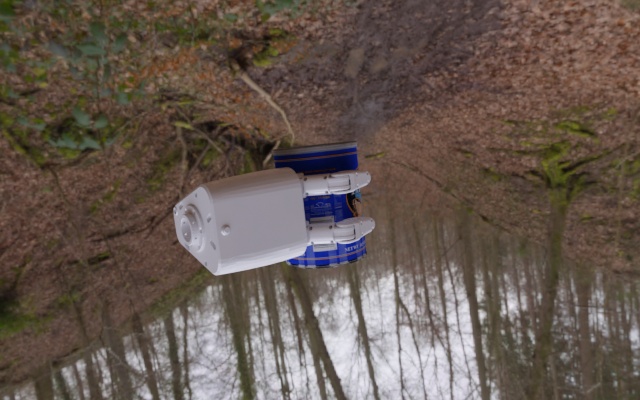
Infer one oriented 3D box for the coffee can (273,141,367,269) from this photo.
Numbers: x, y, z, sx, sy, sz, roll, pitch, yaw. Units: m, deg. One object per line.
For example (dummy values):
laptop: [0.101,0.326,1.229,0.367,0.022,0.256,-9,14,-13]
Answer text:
coffee can: [0.000,0.002,0.587,0.103,0.140,0.103,-6,7,1]
